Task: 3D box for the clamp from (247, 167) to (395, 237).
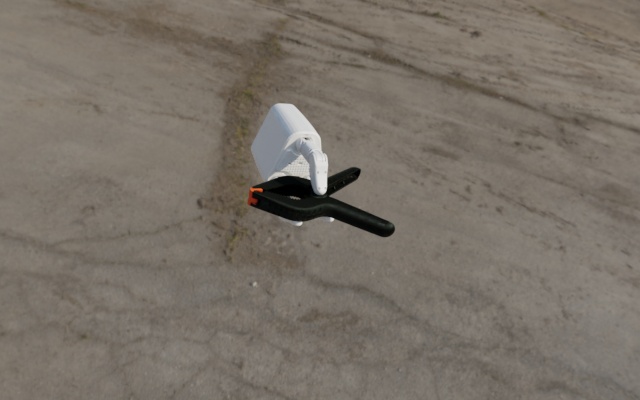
[{"bbox_3d":[0.000,0.002,0.707,0.210,0.036,0.164,-3,37,-26],"label":"clamp"}]
